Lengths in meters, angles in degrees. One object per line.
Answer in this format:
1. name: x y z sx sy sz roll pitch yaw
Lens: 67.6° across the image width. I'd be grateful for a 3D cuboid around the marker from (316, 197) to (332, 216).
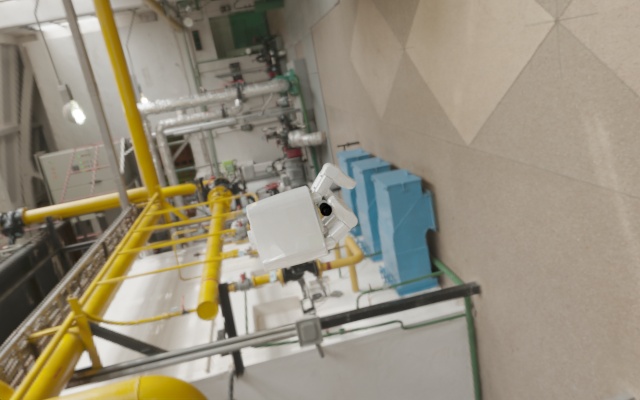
1. marker: 0.000 0.003 0.785 0.020 0.020 0.121 0 14 -10
